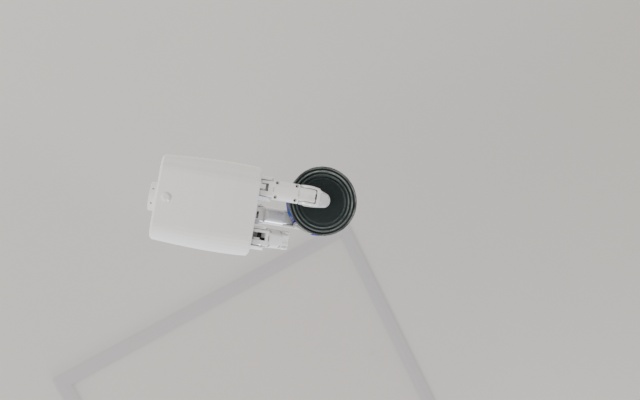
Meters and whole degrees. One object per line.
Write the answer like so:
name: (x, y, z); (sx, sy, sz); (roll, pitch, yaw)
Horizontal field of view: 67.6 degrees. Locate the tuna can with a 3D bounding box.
tuna can: (0.000, 0.002, 0.602); (0.086, 0.086, 0.034); (0, -5, -12)
